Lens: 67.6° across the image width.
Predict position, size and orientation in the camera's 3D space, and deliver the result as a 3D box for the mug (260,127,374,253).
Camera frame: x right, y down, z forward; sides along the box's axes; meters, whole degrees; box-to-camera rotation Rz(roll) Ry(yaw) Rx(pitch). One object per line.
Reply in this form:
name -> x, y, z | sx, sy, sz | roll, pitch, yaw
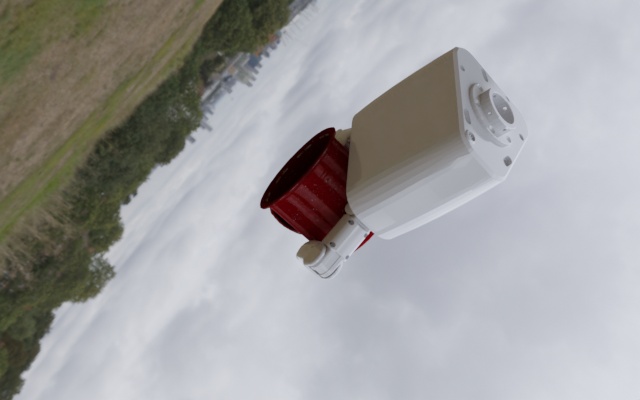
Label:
mug -> -0.001, 0.002, 0.430 | 0.081, 0.093, 0.117 | 42, -45, -17
